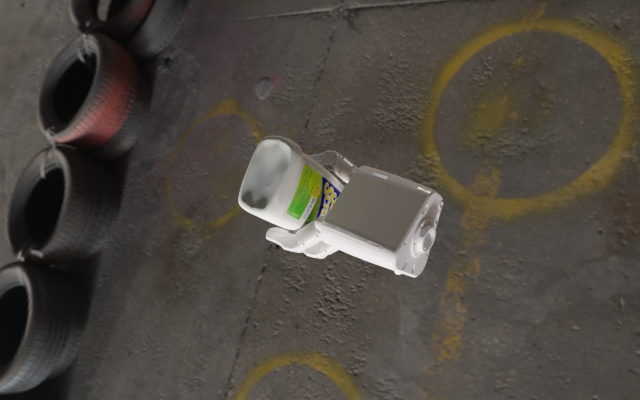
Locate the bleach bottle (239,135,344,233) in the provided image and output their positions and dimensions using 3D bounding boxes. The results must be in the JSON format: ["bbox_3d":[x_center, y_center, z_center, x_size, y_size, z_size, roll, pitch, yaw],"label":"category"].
[{"bbox_3d":[0.000,0.002,0.663,0.068,0.102,0.251,20,-3,36],"label":"bleach bottle"}]
